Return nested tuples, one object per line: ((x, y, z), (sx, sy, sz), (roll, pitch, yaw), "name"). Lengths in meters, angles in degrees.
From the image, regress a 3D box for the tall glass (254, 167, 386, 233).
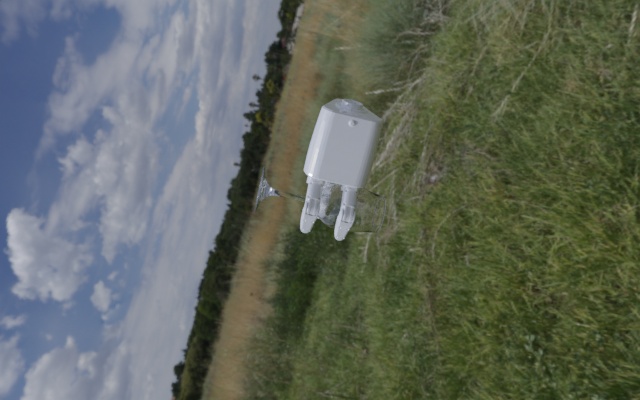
((-0.001, 0.002, 0.766), (0.201, 0.079, 0.079), (12, -2, -7), "tall glass")
